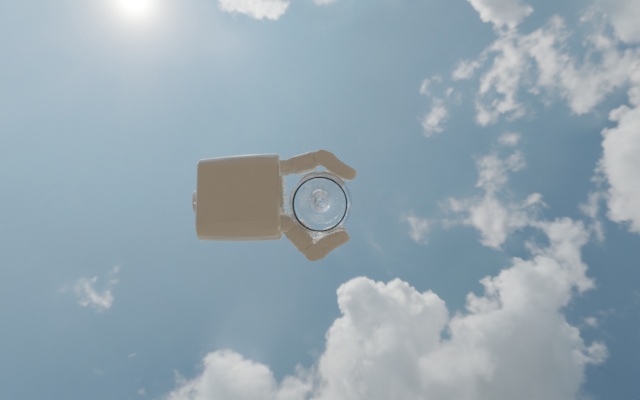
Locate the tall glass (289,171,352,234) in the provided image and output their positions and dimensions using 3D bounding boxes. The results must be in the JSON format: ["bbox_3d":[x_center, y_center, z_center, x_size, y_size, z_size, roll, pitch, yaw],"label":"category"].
[{"bbox_3d":[0.000,0.002,0.628,0.079,0.079,0.201,0,1,0],"label":"tall glass"}]
